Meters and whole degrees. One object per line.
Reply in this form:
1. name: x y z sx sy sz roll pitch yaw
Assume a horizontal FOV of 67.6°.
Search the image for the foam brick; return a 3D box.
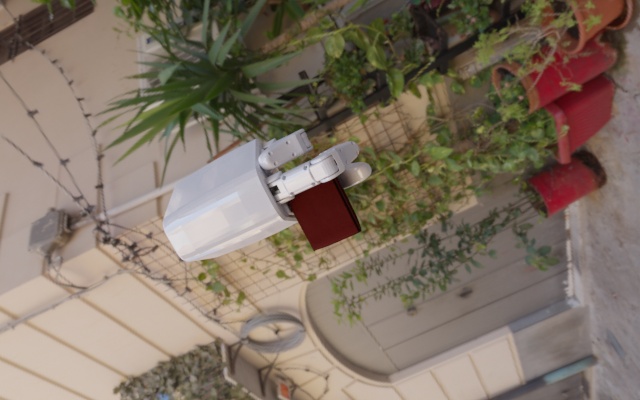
1. foam brick: 0.000 0.002 0.478 0.051 0.078 0.053 -26 11 6
